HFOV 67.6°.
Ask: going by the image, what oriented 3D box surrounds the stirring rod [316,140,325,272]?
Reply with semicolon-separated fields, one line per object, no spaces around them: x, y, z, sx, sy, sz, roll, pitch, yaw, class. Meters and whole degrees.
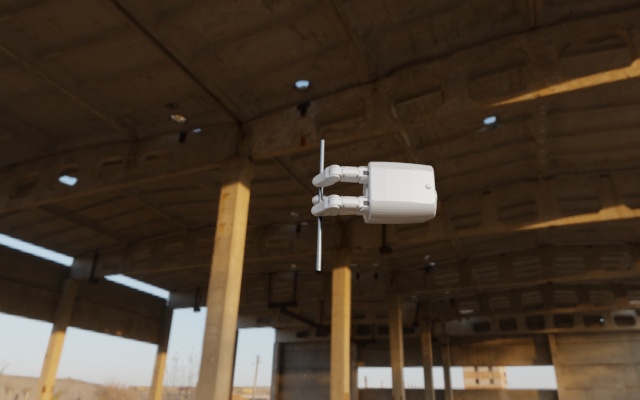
0.000;0.003;0.808;0.011;0.239;0.011;1;-24;1;stirring rod
